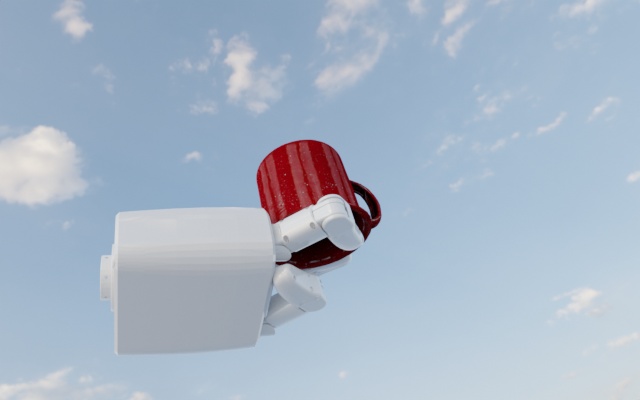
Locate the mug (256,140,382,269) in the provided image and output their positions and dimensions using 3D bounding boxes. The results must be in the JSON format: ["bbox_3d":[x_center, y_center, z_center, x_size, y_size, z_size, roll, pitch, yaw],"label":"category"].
[{"bbox_3d":[0.001,0.001,0.425,0.117,0.081,0.093,1,-40,-23],"label":"mug"}]
